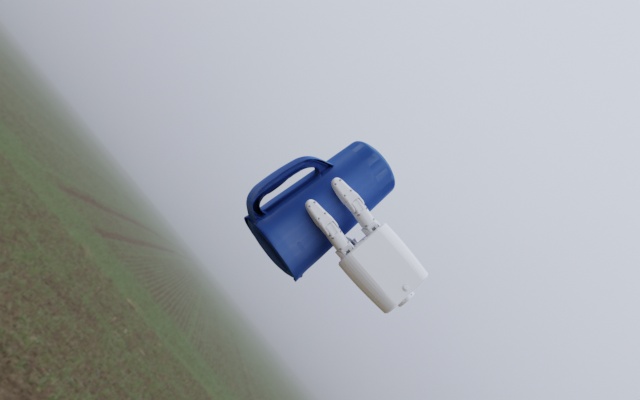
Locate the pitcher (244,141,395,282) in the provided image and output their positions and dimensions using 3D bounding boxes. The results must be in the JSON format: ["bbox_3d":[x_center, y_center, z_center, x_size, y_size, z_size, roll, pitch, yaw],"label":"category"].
[{"bbox_3d":[0.000,0.003,0.787,0.243,0.145,0.149,-39,-11,-14],"label":"pitcher"}]
